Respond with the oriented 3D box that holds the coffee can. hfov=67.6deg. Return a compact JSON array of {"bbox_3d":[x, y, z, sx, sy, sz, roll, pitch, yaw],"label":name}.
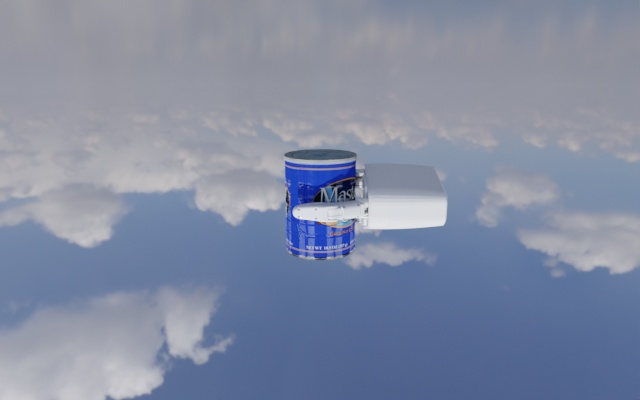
[{"bbox_3d":[0.000,0.002,0.688,0.103,0.140,0.102,0,14,0],"label":"coffee can"}]
